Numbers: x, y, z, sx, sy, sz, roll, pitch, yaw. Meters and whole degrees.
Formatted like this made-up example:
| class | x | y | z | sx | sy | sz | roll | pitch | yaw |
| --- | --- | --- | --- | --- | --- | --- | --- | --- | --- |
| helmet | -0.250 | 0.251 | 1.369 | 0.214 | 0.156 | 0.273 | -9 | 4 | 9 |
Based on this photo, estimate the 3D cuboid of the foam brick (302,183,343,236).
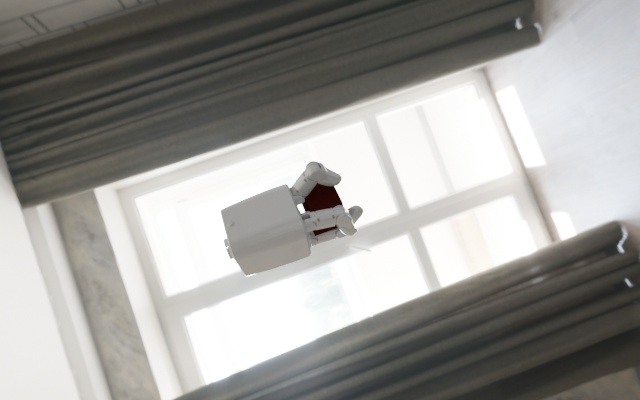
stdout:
| class | x | y | z | sx | sy | sz | roll | pitch | yaw |
| --- | --- | --- | --- | --- | --- | --- | --- | --- | --- |
| foam brick | 0.000 | 0.002 | 0.720 | 0.051 | 0.078 | 0.053 | -19 | -42 | -6 |
